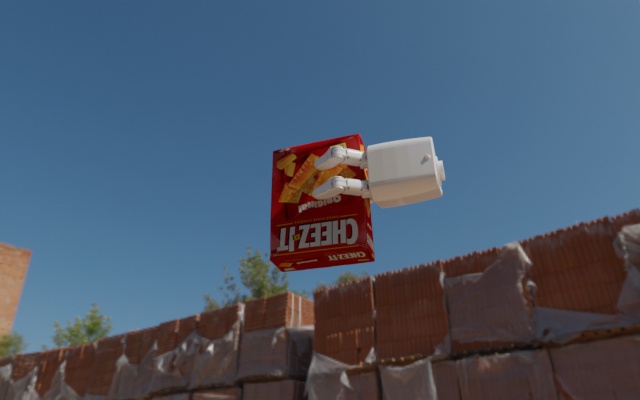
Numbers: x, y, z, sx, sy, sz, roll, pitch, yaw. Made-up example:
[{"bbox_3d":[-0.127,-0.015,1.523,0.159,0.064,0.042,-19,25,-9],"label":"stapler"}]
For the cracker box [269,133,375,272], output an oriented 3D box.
[{"bbox_3d":[0.000,0.003,0.813,0.164,0.213,0.072,-9,-28,15],"label":"cracker box"}]
